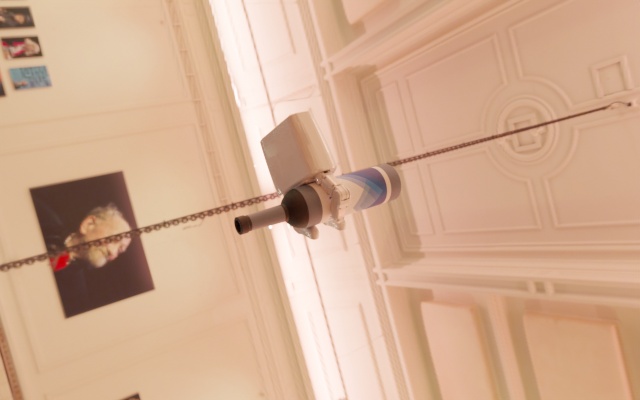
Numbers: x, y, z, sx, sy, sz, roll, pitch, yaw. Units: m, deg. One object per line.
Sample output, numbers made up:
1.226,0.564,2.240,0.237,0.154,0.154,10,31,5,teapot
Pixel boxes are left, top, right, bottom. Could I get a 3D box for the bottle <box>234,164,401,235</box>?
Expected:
0.000,0.003,0.775,0.295,0.069,0.069,-16,8,-31,bottle
